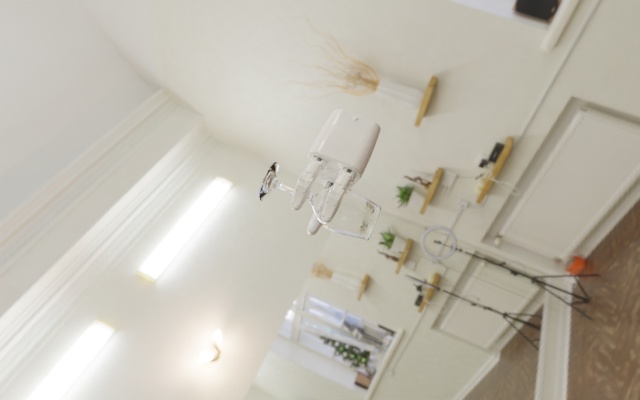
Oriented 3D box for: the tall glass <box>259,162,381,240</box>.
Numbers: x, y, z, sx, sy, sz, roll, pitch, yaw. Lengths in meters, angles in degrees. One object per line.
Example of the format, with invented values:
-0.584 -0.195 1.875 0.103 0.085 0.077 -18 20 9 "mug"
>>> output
-0.001 0.003 0.820 0.201 0.079 0.079 22 4 10 "tall glass"
